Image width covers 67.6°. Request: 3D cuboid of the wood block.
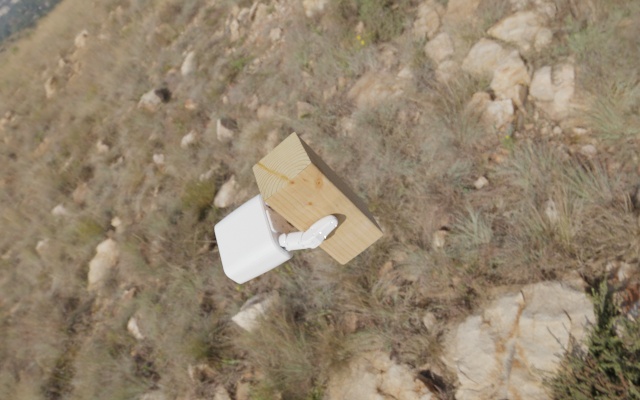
[{"bbox_3d":[0.000,0.003,0.756,0.206,0.090,0.090,42,15,-40],"label":"wood block"}]
